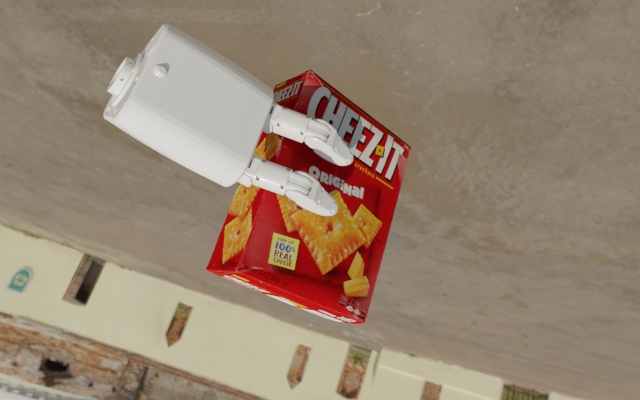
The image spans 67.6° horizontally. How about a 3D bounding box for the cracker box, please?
[{"bbox_3d":[0.000,0.002,0.498,0.164,0.213,0.072,30,-22,-33],"label":"cracker box"}]
